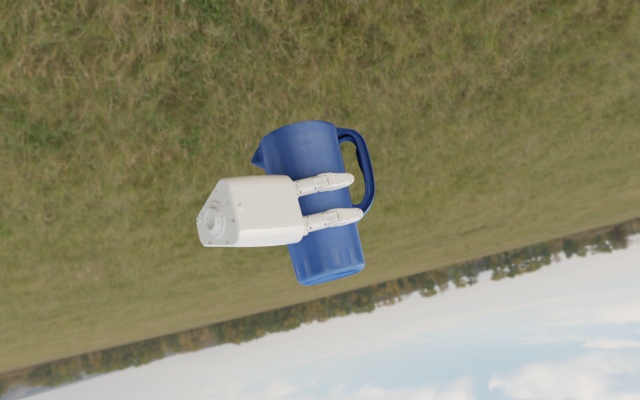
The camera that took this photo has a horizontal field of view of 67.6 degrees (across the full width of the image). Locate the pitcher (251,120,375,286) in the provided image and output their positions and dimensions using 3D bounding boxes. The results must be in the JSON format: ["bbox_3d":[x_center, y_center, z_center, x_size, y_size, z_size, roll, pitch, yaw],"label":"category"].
[{"bbox_3d":[0.000,0.003,0.760,0.145,0.242,0.149,-2,-18,-43],"label":"pitcher"}]
